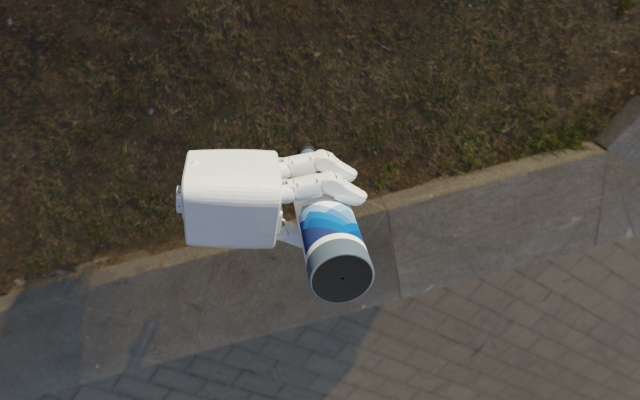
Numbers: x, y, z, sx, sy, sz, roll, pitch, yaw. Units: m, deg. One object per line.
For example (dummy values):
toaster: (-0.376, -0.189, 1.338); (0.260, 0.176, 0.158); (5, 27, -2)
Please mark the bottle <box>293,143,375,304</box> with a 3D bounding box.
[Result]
bottle: (0.000, 0.002, 0.598); (0.069, 0.069, 0.295); (0, 31, -10)
